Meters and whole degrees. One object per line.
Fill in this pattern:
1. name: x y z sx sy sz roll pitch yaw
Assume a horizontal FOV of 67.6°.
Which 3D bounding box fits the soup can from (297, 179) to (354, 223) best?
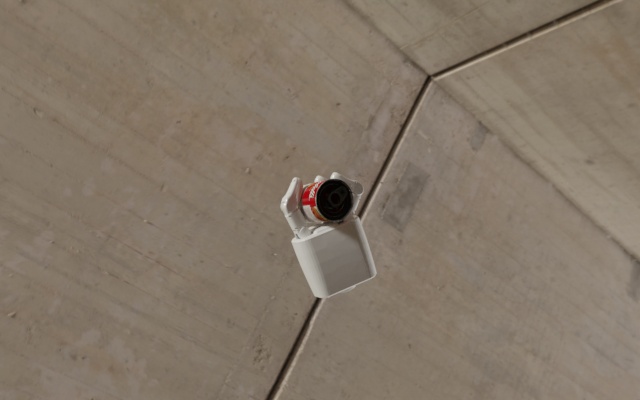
1. soup can: 0.000 0.002 0.788 0.068 0.068 0.102 0 -4 -27
